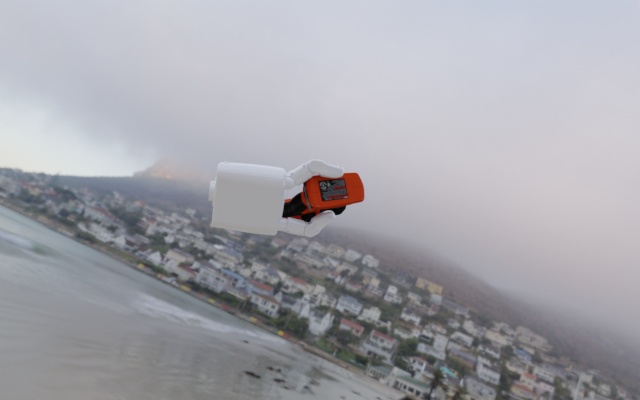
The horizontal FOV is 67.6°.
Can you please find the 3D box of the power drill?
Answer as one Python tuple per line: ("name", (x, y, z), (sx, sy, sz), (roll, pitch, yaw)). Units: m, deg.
("power drill", (0.000, 0.003, 0.864), (0.184, 0.057, 0.188), (-9, -11, -29))
